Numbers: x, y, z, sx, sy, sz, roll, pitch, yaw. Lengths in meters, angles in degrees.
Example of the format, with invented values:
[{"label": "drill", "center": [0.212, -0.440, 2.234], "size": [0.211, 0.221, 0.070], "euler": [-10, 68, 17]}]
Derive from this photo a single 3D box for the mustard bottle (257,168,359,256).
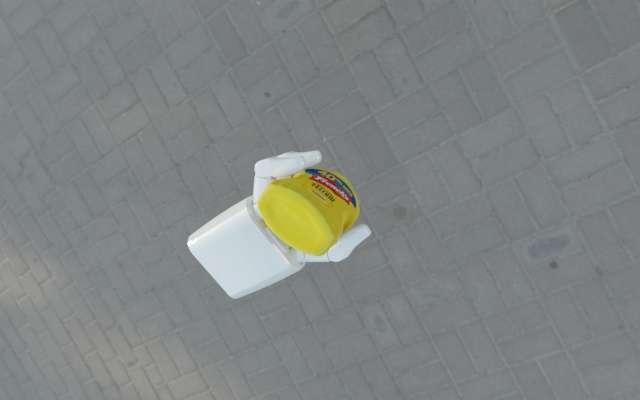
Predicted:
[{"label": "mustard bottle", "center": [0.000, 0.002, 0.596], "size": [0.096, 0.058, 0.191], "euler": [38, 21, 7]}]
